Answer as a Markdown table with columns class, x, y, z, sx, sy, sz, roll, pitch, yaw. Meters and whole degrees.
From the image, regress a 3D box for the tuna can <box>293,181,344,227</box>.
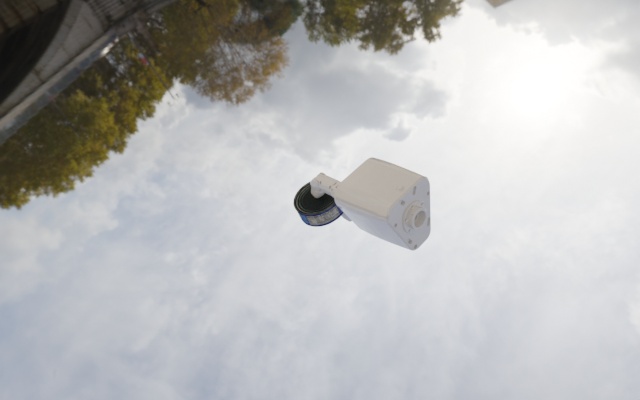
| class | x | y | z | sx | sy | sz | roll | pitch | yaw |
| --- | --- | --- | --- | --- | --- | --- | --- | --- | --- |
| tuna can | 0.000 | 0.003 | 0.799 | 0.086 | 0.086 | 0.034 | 0 | -44 | 28 |
